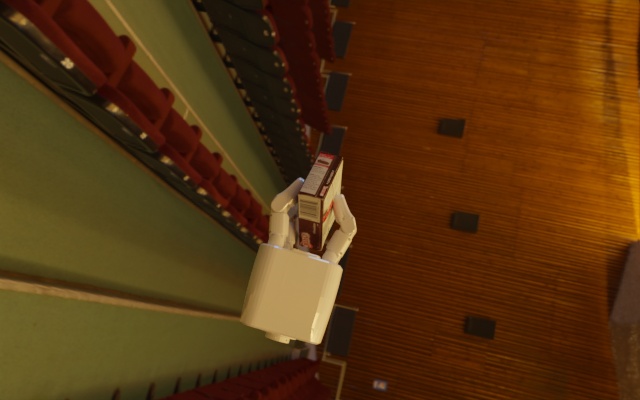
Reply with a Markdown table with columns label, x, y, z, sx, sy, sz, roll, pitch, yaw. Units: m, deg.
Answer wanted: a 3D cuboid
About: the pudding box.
| label | x | y | z | sx | sy | sz | roll | pitch | yaw |
| --- | --- | --- | --- | --- | --- | --- | --- | --- | --- |
| pudding box | 0.000 | 0.002 | 0.675 | 0.039 | 0.090 | 0.114 | 15 | -41 | 10 |
